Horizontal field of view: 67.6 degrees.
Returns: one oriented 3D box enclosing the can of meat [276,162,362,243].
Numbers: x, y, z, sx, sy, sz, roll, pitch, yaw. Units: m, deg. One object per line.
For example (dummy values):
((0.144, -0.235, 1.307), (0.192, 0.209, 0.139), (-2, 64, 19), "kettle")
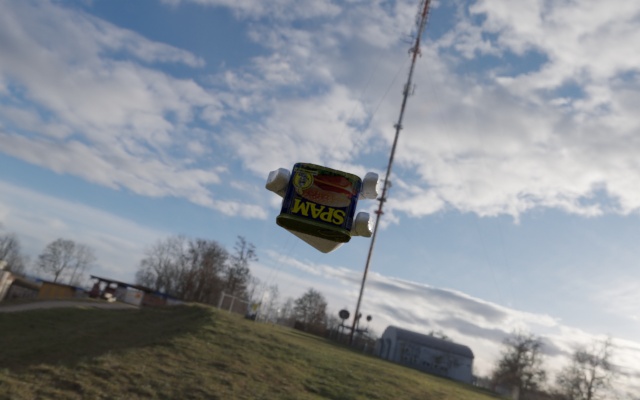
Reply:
((0.000, 0.002, 0.644), (0.102, 0.084, 0.057), (15, -18, 0), "can of meat")
